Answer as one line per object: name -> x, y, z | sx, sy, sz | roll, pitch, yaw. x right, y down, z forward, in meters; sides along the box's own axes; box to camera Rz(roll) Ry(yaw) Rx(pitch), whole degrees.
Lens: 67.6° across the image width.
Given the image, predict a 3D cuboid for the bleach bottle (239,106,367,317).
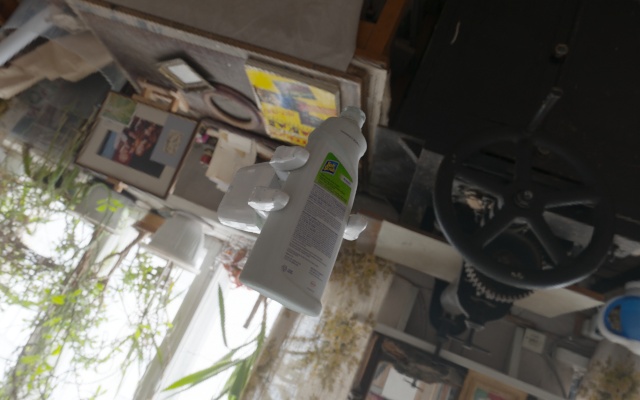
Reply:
bleach bottle -> 0.000, 0.002, 0.570 | 0.068, 0.250, 0.103 | 3, -27, 49
